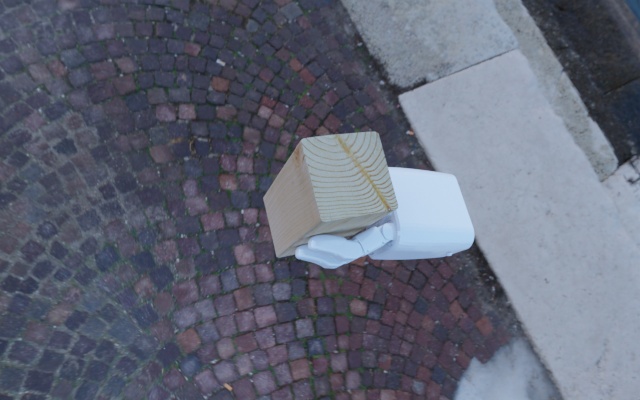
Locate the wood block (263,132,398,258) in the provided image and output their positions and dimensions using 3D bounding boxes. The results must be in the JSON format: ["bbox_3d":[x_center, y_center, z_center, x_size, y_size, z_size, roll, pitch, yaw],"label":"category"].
[{"bbox_3d":[0.000,0.002,0.578,0.090,0.090,0.206,-9,-14,-20],"label":"wood block"}]
